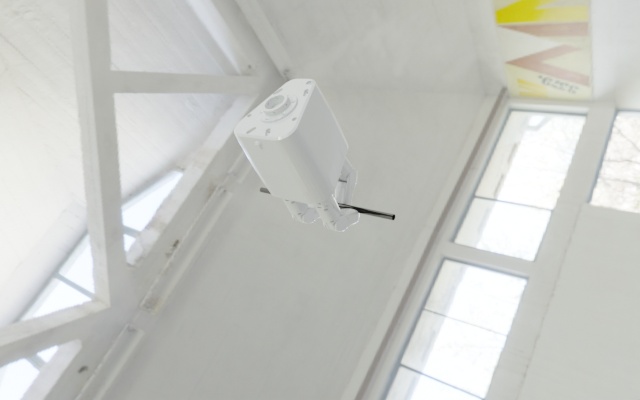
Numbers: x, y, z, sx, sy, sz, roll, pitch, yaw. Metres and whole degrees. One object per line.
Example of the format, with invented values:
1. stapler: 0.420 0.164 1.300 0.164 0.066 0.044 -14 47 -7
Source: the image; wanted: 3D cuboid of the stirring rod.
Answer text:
1. stirring rod: 0.000 0.002 0.683 0.239 0.011 0.011 12 7 37
